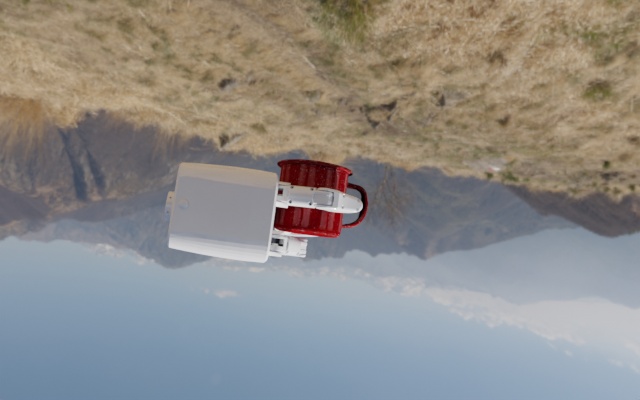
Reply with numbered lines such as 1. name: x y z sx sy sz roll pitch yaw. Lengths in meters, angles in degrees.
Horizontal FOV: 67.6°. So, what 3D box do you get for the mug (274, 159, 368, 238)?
1. mug: 0.001 0.002 0.580 0.117 0.081 0.093 9 -7 -10
